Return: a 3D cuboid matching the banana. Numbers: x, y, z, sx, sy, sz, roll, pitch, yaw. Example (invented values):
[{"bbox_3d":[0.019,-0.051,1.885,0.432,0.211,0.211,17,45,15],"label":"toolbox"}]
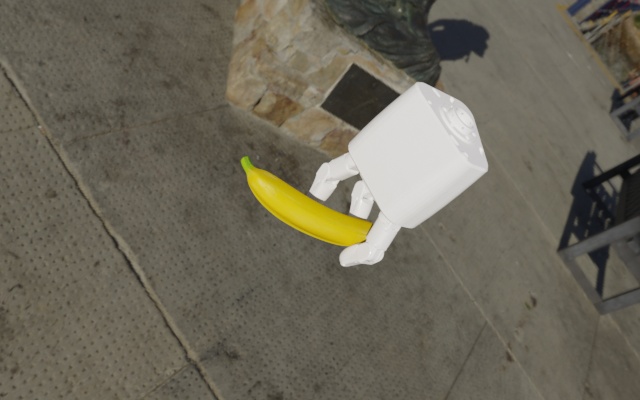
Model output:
[{"bbox_3d":[-0.005,0.012,0.546,0.198,0.069,0.037,30,-52,-17],"label":"banana"}]
